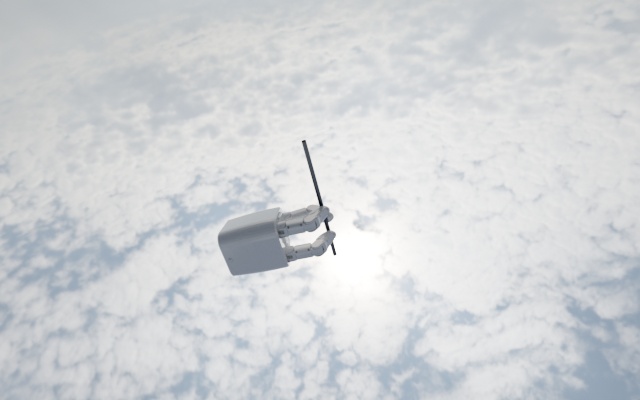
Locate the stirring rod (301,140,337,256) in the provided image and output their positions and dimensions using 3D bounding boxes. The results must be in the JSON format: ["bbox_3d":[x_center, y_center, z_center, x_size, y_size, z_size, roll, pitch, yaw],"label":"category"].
[{"bbox_3d":[0.000,0.003,0.837,0.011,0.240,0.011,-11,31,7],"label":"stirring rod"}]
